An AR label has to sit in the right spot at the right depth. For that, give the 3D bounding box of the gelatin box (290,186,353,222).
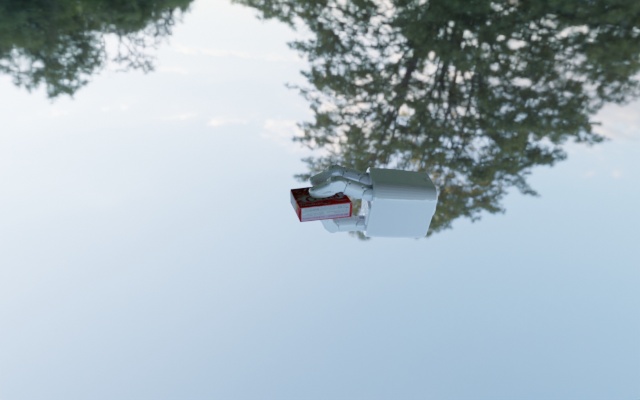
[{"bbox_3d":[0.000,0.003,0.787,0.089,0.030,0.073,-6,28,-14],"label":"gelatin box"}]
